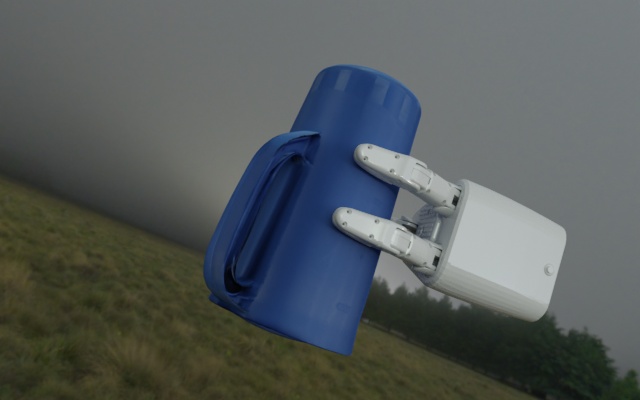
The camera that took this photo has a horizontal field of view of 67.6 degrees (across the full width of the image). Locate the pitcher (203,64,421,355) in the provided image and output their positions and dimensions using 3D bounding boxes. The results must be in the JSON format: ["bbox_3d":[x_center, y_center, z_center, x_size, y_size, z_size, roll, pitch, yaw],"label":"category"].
[{"bbox_3d":[0.000,0.001,0.429,0.145,0.242,0.149,22,-11,-6],"label":"pitcher"}]
